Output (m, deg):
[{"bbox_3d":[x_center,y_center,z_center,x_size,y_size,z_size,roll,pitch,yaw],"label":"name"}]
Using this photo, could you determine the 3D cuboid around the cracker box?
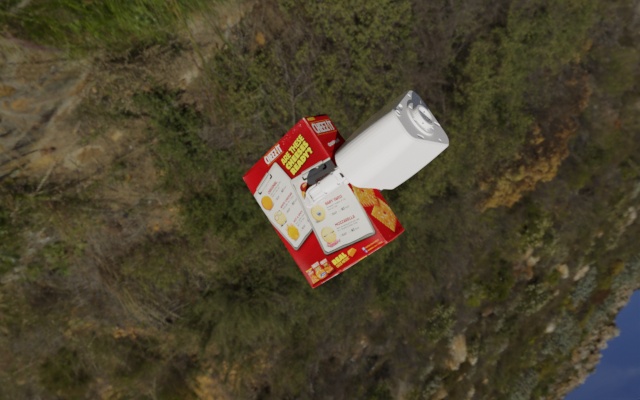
[{"bbox_3d":[0.000,0.003,0.733,0.164,0.213,0.072,-38,-9,36],"label":"cracker box"}]
